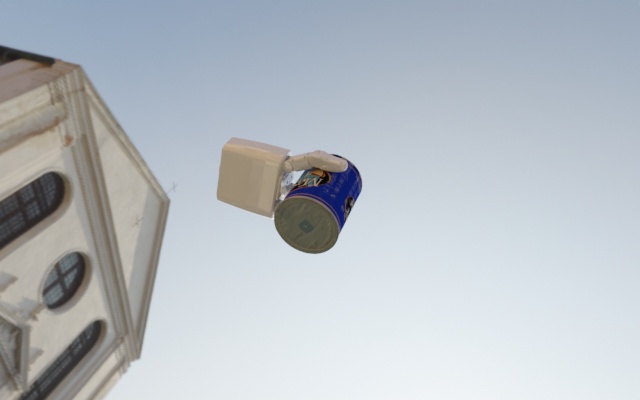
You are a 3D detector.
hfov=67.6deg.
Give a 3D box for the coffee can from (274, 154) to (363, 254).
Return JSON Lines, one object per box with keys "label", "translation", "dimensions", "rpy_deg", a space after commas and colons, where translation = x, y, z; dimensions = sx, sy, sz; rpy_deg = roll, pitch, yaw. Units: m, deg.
{"label": "coffee can", "translation": [0.000, 0.003, 0.761], "dimensions": [0.103, 0.103, 0.140], "rpy_deg": [0, 32, 23]}
